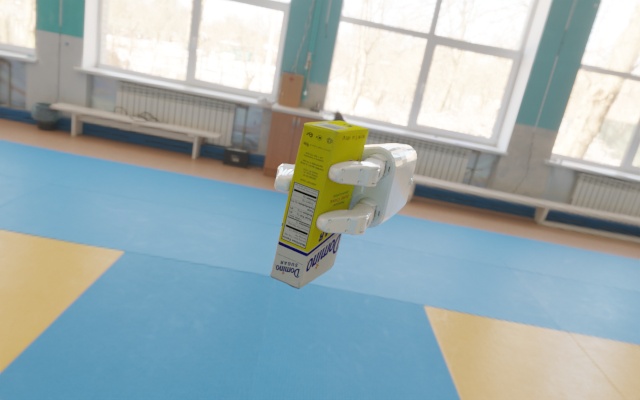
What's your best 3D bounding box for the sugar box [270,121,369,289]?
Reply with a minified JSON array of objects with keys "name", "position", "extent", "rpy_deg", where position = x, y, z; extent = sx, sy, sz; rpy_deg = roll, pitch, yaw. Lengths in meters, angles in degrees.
[{"name":"sugar box","position":[0.001,0.002,0.533],"extent":[0.048,0.176,0.093],"rpy_deg":[18,17,23]}]
